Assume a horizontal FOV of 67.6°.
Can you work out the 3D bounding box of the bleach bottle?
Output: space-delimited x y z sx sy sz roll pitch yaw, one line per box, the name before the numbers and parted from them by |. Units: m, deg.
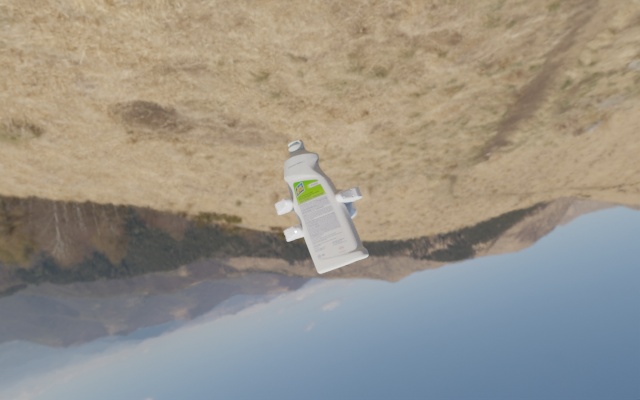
bleach bottle | 0.000 0.003 0.897 0.102 0.251 0.068 -21 -9 9
